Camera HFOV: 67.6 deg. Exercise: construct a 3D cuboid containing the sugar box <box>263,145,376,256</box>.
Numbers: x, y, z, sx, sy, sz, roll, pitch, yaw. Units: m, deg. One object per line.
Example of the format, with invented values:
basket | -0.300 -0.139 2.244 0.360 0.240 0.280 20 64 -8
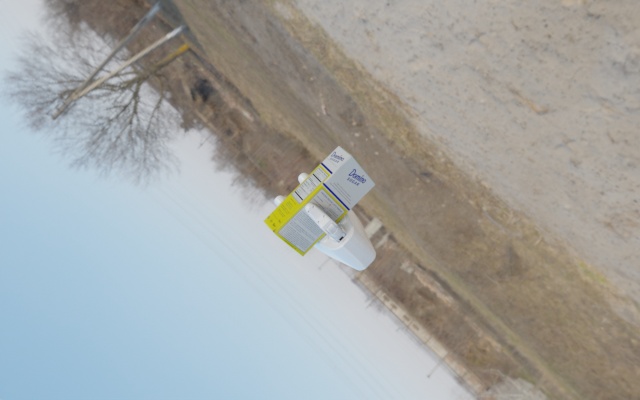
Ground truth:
sugar box | 0.000 0.002 0.791 0.048 0.176 0.093 43 -1 44
